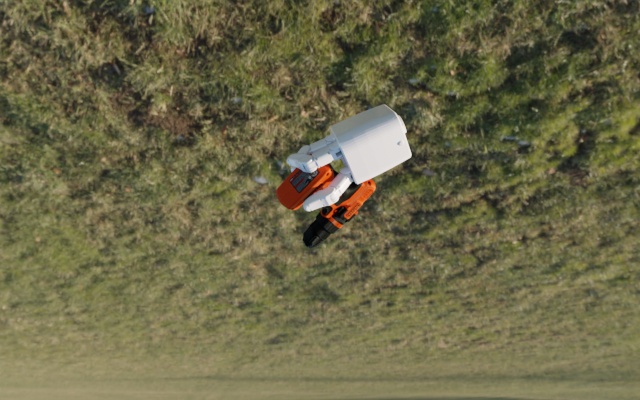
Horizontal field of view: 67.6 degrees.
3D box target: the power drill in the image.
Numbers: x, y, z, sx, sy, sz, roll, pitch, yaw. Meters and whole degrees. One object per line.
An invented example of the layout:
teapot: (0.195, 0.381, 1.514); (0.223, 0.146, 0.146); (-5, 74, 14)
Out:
power drill: (0.000, 0.003, 0.878); (0.057, 0.184, 0.188); (47, 9, 32)
